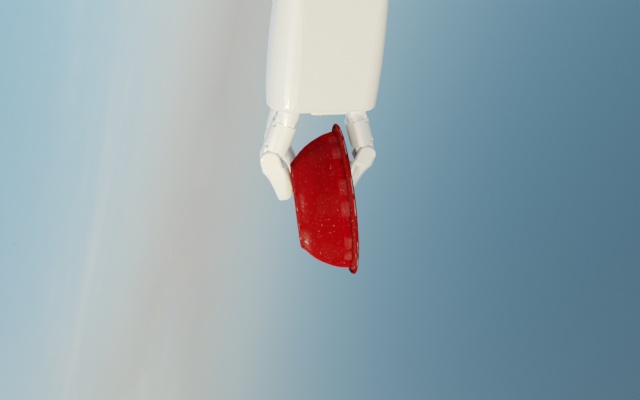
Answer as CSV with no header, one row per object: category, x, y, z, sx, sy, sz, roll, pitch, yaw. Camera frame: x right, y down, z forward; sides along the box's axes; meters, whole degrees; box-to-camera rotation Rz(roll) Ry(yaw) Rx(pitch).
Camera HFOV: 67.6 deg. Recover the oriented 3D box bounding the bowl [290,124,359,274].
bowl,0.000,0.003,0.512,0.055,0.162,0.162,-8,0,-4
